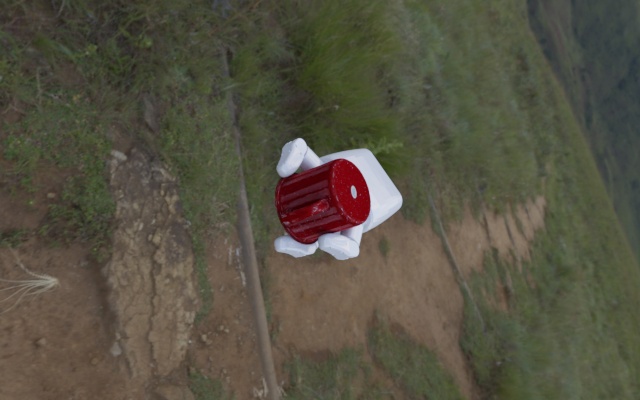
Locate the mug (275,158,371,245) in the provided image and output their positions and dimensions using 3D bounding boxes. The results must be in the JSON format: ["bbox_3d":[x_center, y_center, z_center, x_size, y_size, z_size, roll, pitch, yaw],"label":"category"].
[{"bbox_3d":[-0.001,0.002,0.559,0.081,0.093,0.117,-19,2,35],"label":"mug"}]
